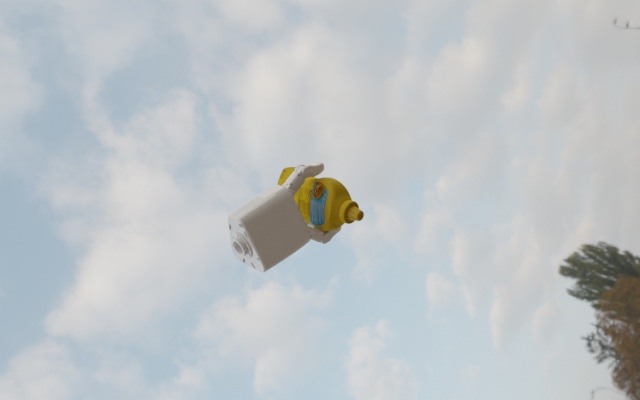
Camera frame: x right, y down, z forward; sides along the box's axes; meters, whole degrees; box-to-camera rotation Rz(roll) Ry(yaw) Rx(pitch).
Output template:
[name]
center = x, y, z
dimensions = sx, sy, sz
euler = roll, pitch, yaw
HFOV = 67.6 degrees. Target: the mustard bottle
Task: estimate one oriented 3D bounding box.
[mustard bottle]
center = 0.000, 0.003, 0.869
dimensions = 0.191, 0.096, 0.058
euler = 19, 18, 42
